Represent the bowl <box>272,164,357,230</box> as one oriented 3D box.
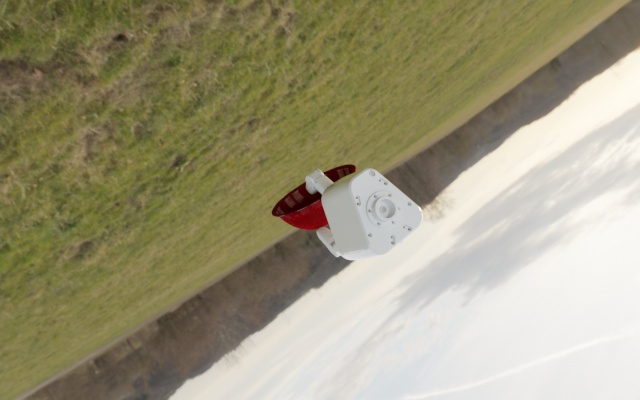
[{"bbox_3d":[0.000,0.003,0.808,0.162,0.055,0.162,-27,16,8],"label":"bowl"}]
